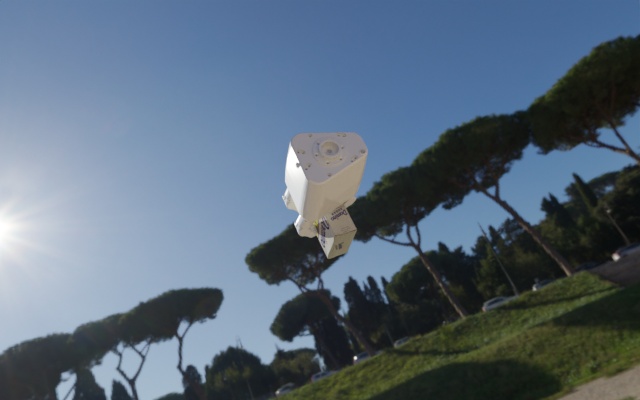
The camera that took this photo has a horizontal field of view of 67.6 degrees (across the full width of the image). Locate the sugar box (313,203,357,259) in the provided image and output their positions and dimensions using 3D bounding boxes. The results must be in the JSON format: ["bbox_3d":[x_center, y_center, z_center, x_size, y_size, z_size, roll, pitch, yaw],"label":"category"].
[{"bbox_3d":[0.000,0.003,0.822,0.048,0.176,0.093,-16,-27,-16],"label":"sugar box"}]
